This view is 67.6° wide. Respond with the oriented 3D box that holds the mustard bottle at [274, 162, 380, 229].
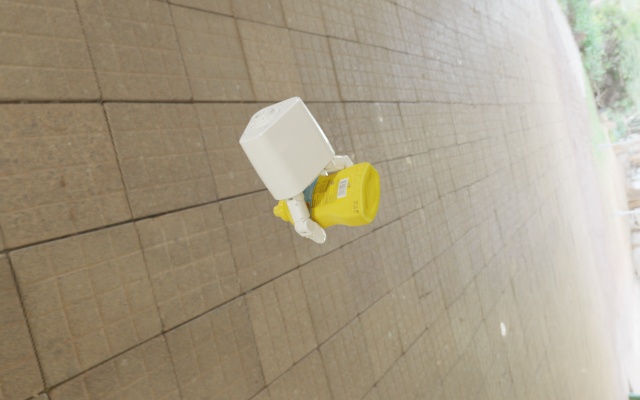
[{"bbox_3d":[0.001,0.003,0.766,0.191,0.096,0.058,-12,-34,35],"label":"mustard bottle"}]
